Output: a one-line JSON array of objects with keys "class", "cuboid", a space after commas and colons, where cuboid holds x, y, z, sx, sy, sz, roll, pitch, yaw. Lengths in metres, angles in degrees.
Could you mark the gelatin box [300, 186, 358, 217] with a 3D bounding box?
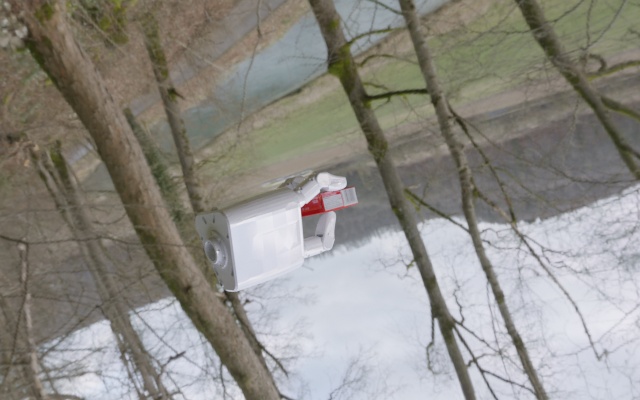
[{"class": "gelatin box", "cuboid": [0.000, 0.003, 0.707, 0.073, 0.030, 0.089, -11, 2, 39]}]
